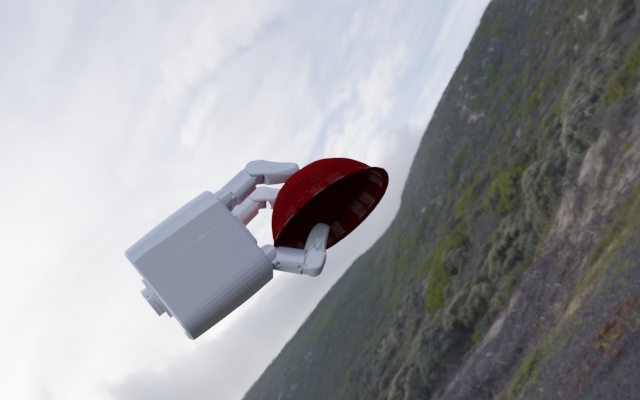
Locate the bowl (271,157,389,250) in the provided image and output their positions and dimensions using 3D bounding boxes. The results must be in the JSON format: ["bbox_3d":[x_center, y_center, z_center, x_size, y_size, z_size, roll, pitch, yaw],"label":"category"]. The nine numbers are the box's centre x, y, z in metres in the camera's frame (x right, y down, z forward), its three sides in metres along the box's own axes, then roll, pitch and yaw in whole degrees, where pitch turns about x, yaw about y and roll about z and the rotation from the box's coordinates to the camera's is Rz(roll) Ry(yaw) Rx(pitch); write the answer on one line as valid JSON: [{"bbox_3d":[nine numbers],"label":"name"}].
[{"bbox_3d":[0.001,0.001,0.555,0.162,0.055,0.162,-30,-25,-16],"label":"bowl"}]
